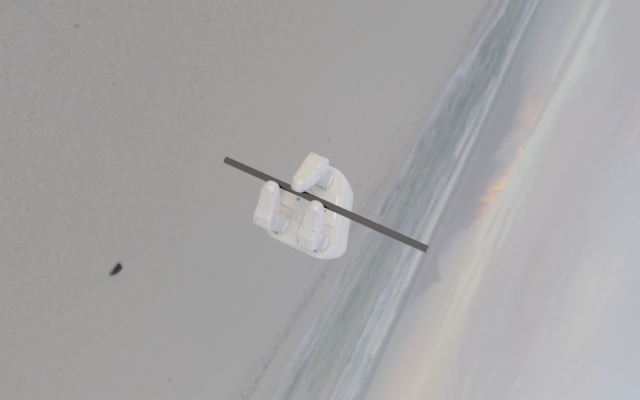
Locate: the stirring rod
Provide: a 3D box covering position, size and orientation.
[{"bbox_3d":[0.000,0.002,0.506,0.239,0.011,0.011,24,6,14],"label":"stirring rod"}]
